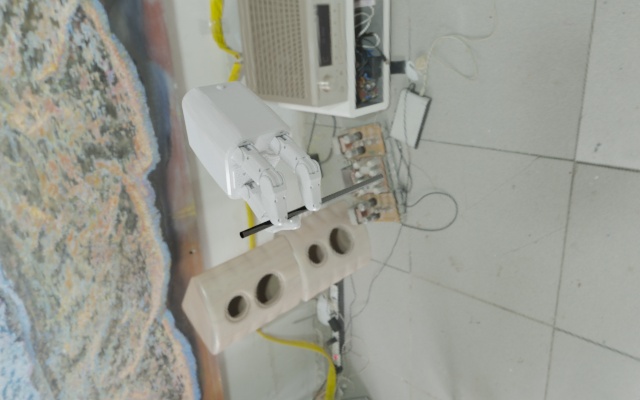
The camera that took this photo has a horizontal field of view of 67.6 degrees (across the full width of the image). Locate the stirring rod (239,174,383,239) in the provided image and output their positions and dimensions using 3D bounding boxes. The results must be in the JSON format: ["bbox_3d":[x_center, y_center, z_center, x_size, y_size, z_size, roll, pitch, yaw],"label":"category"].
[{"bbox_3d":[0.000,0.002,0.590,0.239,0.011,0.011,-23,15,-40],"label":"stirring rod"}]
